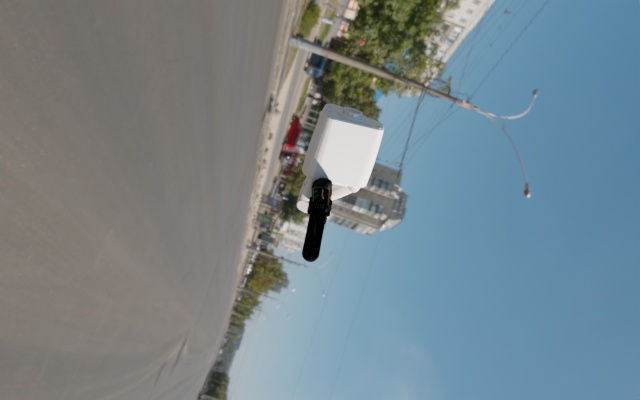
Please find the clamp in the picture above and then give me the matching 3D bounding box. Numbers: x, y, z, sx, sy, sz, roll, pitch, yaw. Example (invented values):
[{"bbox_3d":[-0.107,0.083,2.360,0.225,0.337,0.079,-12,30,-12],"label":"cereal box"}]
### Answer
[{"bbox_3d":[0.001,0.003,0.721,0.039,0.120,0.171,14,25,-2],"label":"clamp"}]
